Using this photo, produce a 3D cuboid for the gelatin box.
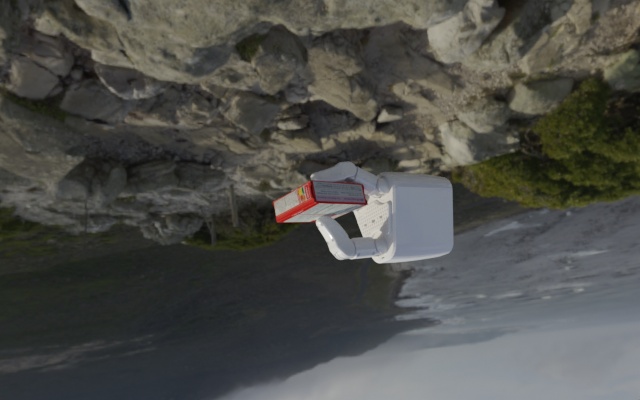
[{"bbox_3d":[0.000,0.002,0.573,0.089,0.030,0.073,1,-19,-43],"label":"gelatin box"}]
